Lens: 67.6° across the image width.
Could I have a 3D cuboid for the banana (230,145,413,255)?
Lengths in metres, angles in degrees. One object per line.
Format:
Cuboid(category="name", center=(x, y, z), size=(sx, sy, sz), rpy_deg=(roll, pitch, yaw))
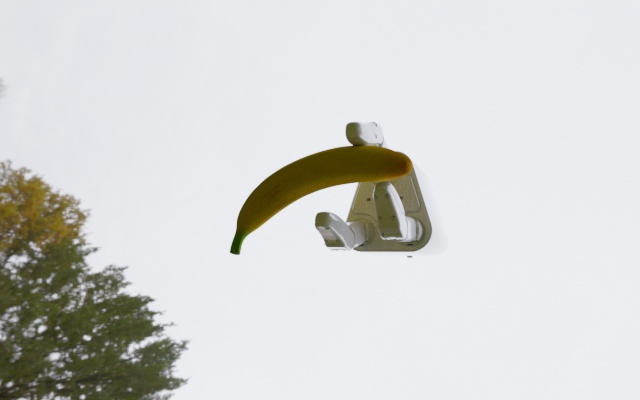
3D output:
Cuboid(category="banana", center=(-0.009, -0.013, 0.468), size=(0.198, 0.069, 0.037), rpy_deg=(-27, -25, 17))
